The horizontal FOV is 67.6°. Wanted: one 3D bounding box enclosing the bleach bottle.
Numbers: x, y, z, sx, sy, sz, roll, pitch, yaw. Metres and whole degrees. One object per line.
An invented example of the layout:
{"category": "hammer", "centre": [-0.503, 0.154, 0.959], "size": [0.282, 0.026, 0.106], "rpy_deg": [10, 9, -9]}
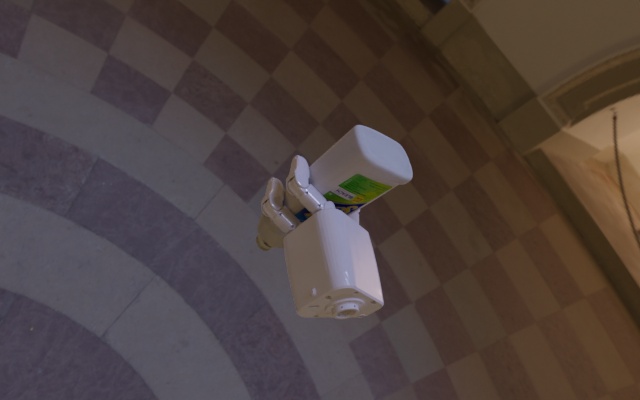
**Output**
{"category": "bleach bottle", "centre": [0.000, 0.002, 0.662], "size": [0.102, 0.068, 0.251], "rpy_deg": [19, -44, -38]}
